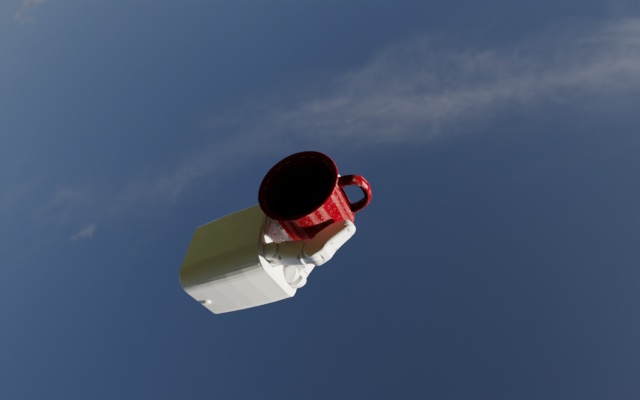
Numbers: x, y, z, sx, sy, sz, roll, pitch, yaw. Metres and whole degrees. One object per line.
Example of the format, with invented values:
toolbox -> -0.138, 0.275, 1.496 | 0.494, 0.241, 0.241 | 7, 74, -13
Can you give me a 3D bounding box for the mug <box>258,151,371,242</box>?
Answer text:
mug -> 0.002, 0.001, 0.537 | 0.117, 0.093, 0.081 | -17, -40, 13
